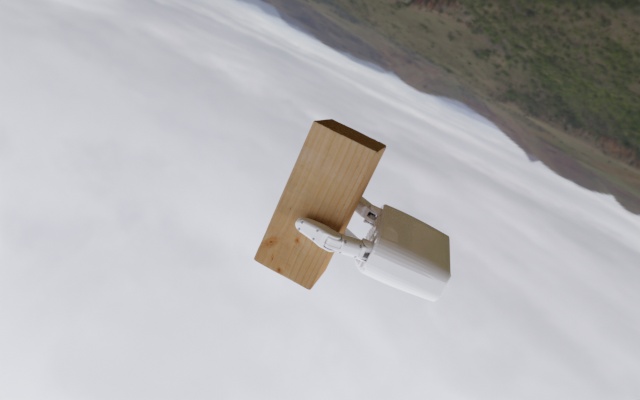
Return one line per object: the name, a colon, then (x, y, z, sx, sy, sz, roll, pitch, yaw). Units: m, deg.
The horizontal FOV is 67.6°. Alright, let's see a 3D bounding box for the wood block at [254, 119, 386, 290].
wood block: (0.000, 0.002, 0.649, 0.090, 0.206, 0.091, 27, 17, 9)
